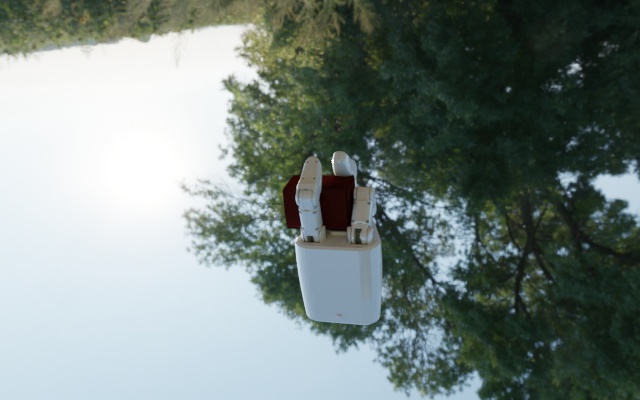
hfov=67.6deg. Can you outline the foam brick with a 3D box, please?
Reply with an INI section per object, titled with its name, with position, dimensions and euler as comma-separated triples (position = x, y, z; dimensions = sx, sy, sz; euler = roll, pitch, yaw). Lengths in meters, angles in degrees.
[foam brick]
position = 0.000, 0.002, 0.568
dimensions = 0.078, 0.051, 0.053
euler = 1, 23, 15
